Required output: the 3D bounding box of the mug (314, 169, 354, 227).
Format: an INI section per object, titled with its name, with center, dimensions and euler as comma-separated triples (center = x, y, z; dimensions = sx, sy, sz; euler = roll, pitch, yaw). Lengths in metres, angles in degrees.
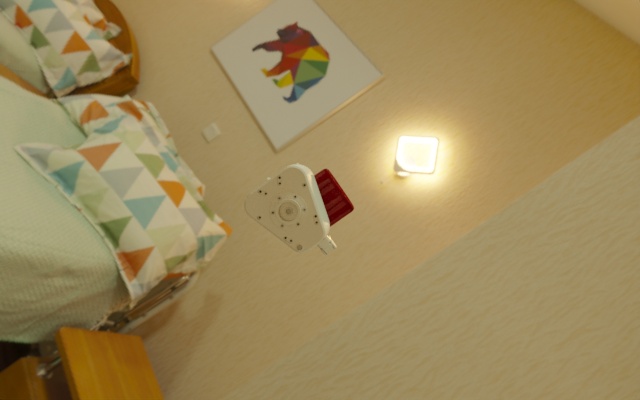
[mug]
center = 0.000, 0.002, 0.772
dimensions = 0.081, 0.093, 0.117
euler = -35, 1, 4
